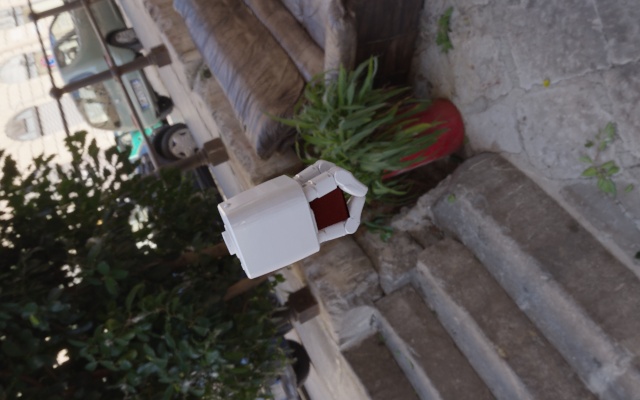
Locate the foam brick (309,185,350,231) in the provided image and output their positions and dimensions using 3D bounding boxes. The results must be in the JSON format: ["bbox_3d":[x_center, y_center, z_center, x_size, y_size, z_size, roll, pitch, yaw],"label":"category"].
[{"bbox_3d":[0.000,0.002,0.689,0.051,0.053,0.078,-21,17,-14],"label":"foam brick"}]
